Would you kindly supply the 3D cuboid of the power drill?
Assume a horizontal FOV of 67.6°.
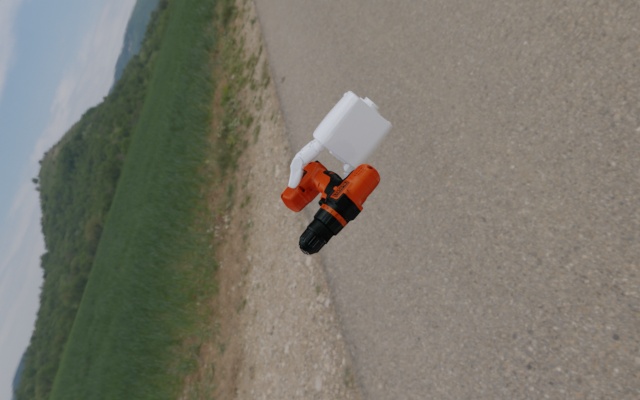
[{"bbox_3d":[0.000,0.002,0.853,0.057,0.184,0.187,49,-12,-29],"label":"power drill"}]
